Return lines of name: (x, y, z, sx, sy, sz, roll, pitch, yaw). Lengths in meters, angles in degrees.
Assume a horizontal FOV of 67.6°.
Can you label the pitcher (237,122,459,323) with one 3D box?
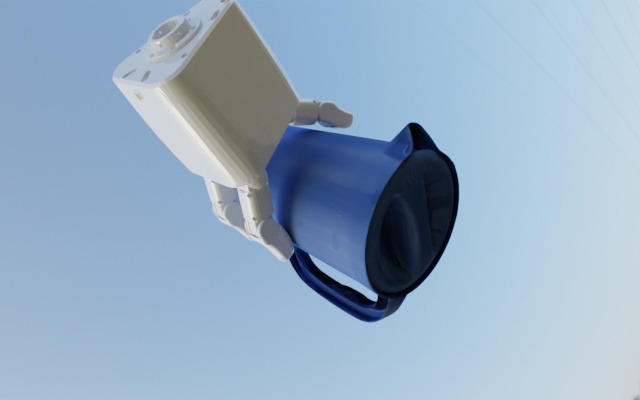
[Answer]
pitcher: (0.000, 0.001, 0.479, 0.242, 0.149, 0.145, 20, -22, 42)
